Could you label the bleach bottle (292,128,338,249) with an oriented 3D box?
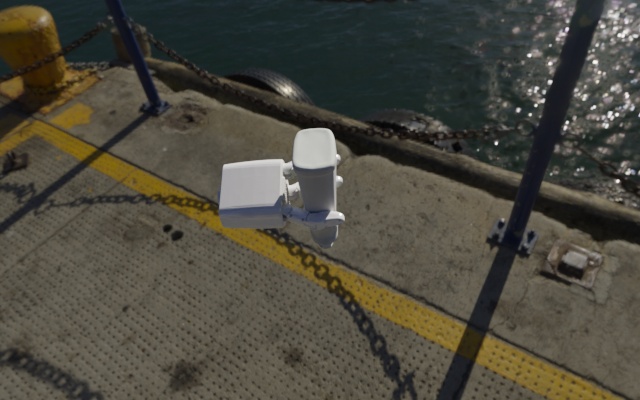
[{"bbox_3d":[0.000,0.003,0.819,0.068,0.102,0.251,-3,-43,4],"label":"bleach bottle"}]
